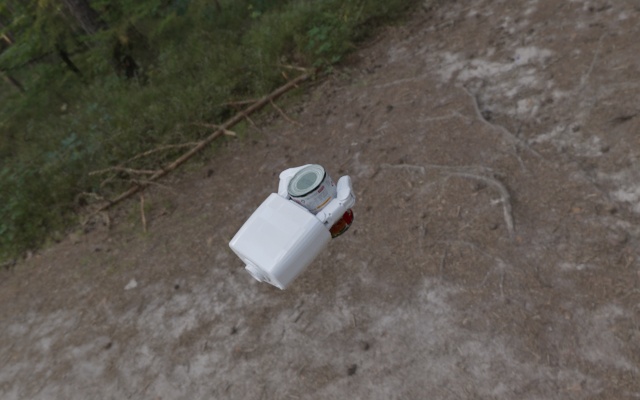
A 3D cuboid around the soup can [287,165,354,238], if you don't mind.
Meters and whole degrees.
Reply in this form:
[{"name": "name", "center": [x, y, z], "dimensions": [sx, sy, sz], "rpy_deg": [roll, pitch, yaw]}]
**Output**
[{"name": "soup can", "center": [0.000, 0.002, 0.744], "dimensions": [0.068, 0.068, 0.102], "rpy_deg": [0, -42, 38]}]
